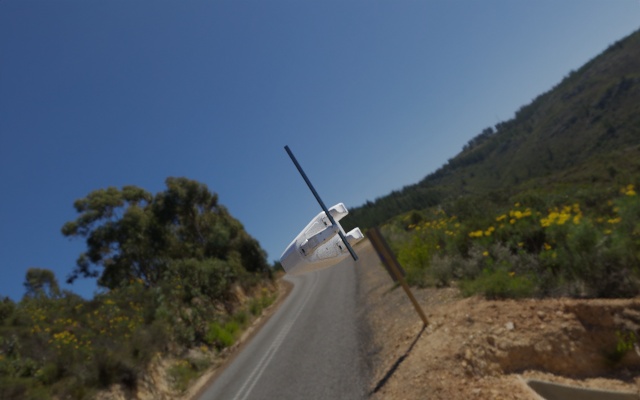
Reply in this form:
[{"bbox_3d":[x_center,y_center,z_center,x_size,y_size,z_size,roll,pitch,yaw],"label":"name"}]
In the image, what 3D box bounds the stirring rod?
[{"bbox_3d":[0.000,0.003,0.846,0.011,0.239,0.011,-31,-9,-5],"label":"stirring rod"}]
